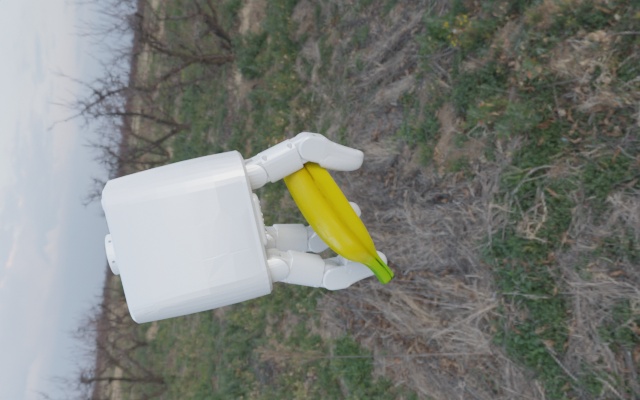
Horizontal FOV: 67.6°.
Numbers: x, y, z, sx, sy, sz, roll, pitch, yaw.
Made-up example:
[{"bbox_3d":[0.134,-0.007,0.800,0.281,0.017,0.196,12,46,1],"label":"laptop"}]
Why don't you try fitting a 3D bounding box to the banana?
[{"bbox_3d":[-0.005,-0.008,0.416,0.037,0.070,0.197,-32,45,-1],"label":"banana"}]
